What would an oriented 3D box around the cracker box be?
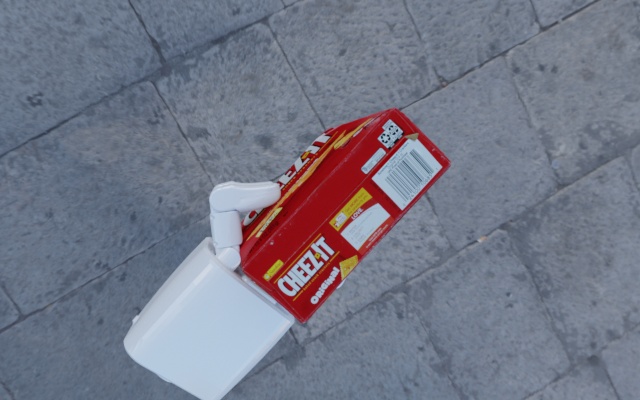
[{"bbox_3d":[0.000,0.002,0.443,0.072,0.164,0.213,44,-4,-11],"label":"cracker box"}]
